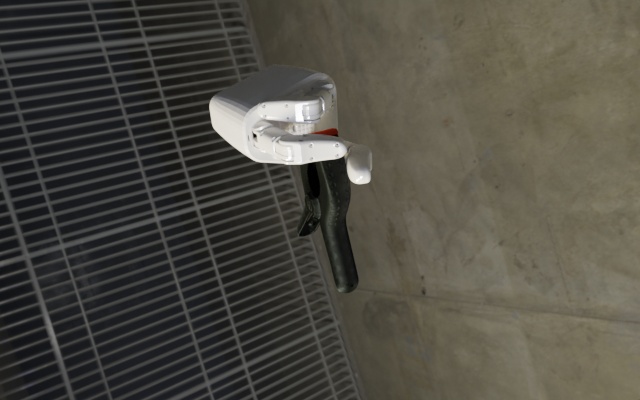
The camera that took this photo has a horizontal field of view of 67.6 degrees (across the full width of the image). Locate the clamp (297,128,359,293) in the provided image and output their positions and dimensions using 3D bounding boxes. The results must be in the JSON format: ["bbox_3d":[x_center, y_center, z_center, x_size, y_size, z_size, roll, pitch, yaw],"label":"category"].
[{"bbox_3d":[0.000,0.002,0.504,0.039,0.171,0.120,-18,30,-27],"label":"clamp"}]
